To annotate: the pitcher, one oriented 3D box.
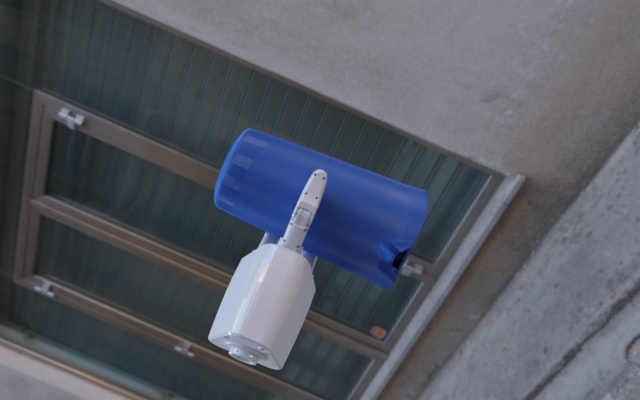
[{"bbox_3d":[0.000,0.002,0.603,0.243,0.145,0.149,23,-26,-2],"label":"pitcher"}]
